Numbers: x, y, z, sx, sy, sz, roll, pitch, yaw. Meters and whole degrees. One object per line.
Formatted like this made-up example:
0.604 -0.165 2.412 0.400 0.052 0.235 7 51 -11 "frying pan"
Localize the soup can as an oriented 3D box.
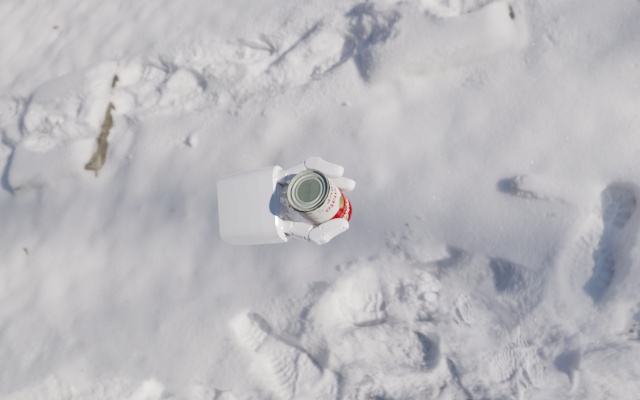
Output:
0.000 0.002 0.714 0.068 0.068 0.102 0 -21 23 "soup can"
